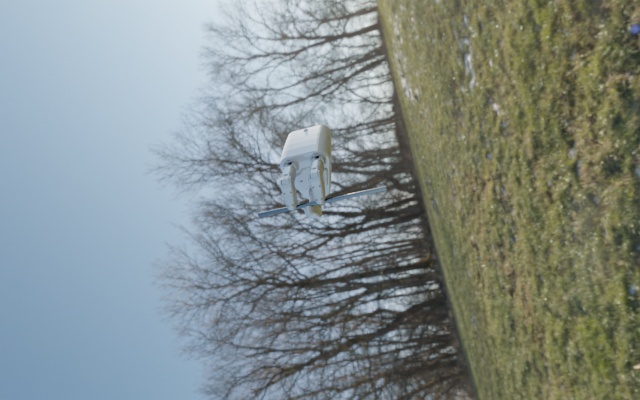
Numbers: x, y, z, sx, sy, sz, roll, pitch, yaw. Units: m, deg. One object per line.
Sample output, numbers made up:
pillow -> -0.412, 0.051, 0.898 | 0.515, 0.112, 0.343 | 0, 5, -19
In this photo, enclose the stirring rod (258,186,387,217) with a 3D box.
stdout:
stirring rod -> 0.000, 0.003, 0.855 | 0.239, 0.011, 0.011 | -12, -3, 14
